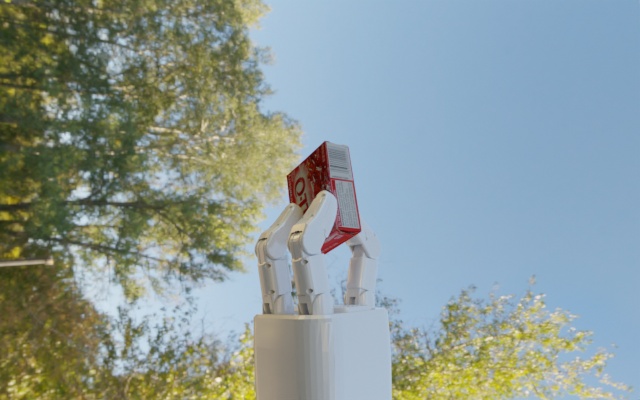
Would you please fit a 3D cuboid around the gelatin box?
[{"bbox_3d":[0.000,0.001,0.442,0.030,0.089,0.073,8,-28,-31],"label":"gelatin box"}]
